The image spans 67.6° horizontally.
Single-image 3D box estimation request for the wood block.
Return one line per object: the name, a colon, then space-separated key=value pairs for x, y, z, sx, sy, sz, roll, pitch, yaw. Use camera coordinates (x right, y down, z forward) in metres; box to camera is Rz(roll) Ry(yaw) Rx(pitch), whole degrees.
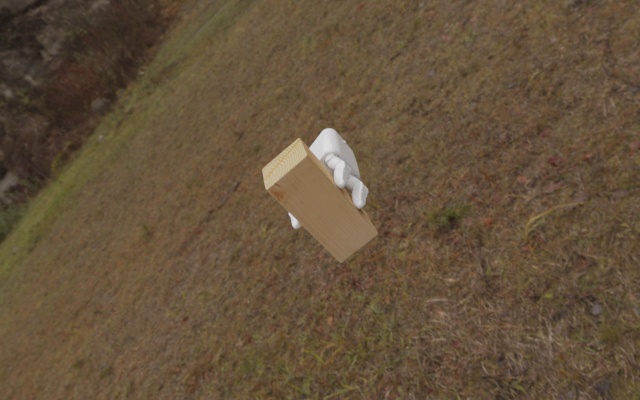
wood block: x=0.000 y=0.003 z=0.852 sx=0.091 sy=0.206 sz=0.090 roll=-39 pitch=28 yaw=9
